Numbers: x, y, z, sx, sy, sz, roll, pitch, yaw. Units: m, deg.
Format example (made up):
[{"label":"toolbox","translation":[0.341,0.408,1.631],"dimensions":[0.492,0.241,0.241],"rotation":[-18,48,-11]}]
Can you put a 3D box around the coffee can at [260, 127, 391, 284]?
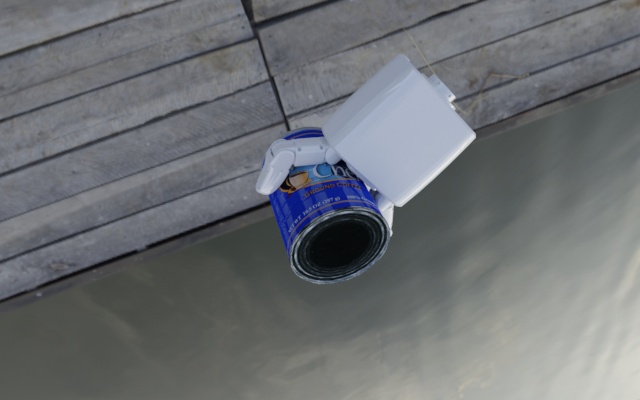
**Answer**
[{"label":"coffee can","translation":[0.000,0.002,0.507],"dimensions":[0.103,0.103,0.140],"rotation":[0,40,-22]}]
